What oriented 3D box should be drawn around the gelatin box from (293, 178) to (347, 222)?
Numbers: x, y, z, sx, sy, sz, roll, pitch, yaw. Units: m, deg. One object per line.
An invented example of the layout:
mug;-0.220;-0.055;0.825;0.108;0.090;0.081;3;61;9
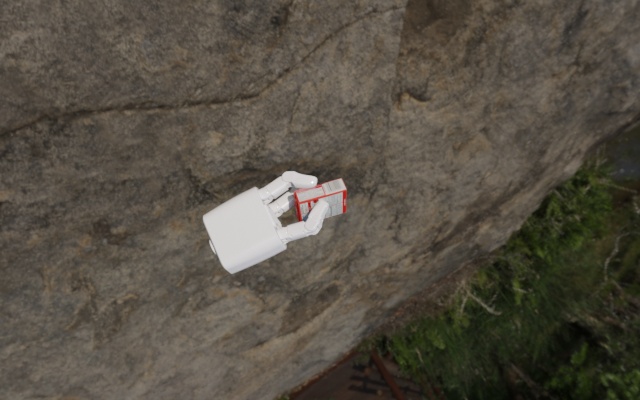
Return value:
gelatin box;0.001;0.003;0.833;0.089;0.030;0.073;-16;-33;-8
